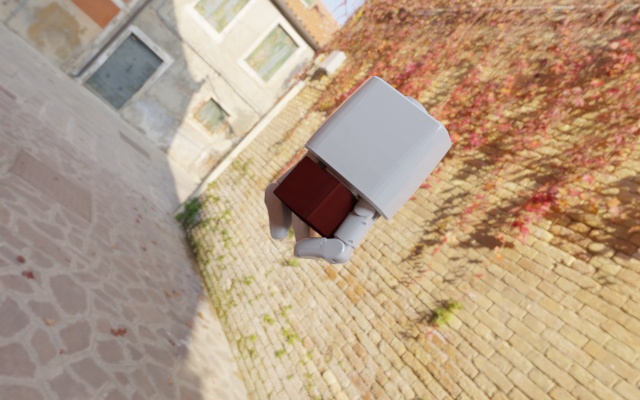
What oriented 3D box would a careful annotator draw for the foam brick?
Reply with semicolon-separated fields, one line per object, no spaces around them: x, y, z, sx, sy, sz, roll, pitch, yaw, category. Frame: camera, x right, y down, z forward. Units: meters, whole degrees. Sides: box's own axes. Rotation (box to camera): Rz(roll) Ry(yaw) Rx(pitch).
0.000;0.002;0.484;0.053;0.051;0.078;41;-2;34;foam brick
